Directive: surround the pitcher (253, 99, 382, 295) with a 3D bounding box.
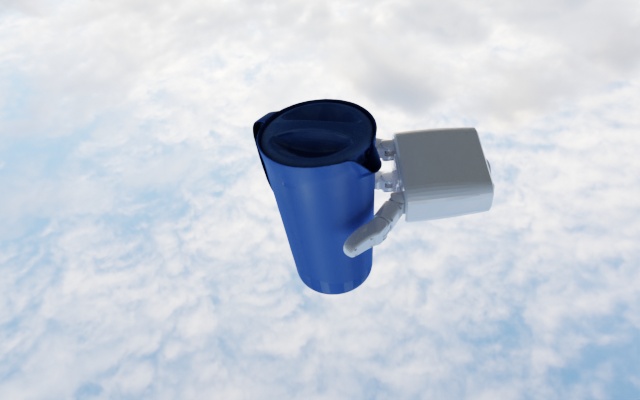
[{"bbox_3d":[0.000,0.002,0.606,0.145,0.243,0.149,-8,42,0],"label":"pitcher"}]
